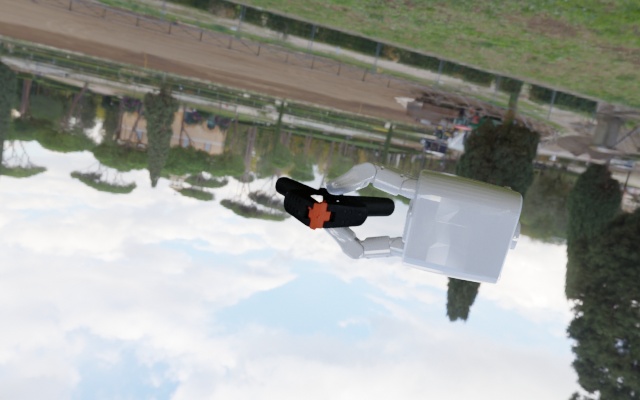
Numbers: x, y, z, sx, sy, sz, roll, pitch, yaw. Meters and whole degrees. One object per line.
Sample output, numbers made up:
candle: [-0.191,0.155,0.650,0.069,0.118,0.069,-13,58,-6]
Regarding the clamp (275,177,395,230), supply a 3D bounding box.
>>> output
clamp: [0.000,0.003,0.566,0.164,0.036,0.210,12,8,12]
